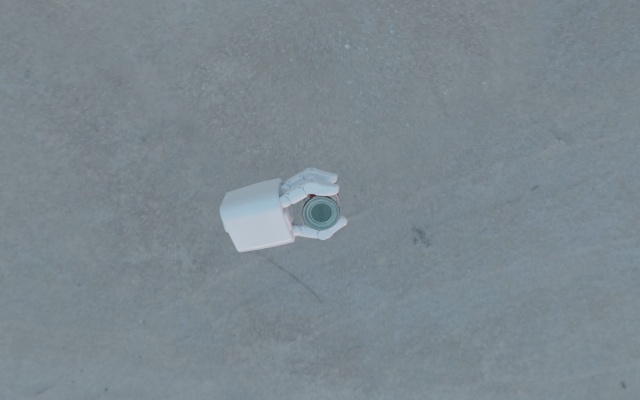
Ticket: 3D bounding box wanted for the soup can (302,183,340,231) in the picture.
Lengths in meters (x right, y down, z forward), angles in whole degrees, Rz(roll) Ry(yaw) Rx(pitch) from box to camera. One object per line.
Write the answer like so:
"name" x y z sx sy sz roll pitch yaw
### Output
"soup can" 0.001 0.003 0.866 0.068 0.068 0.102 0 23 -1
